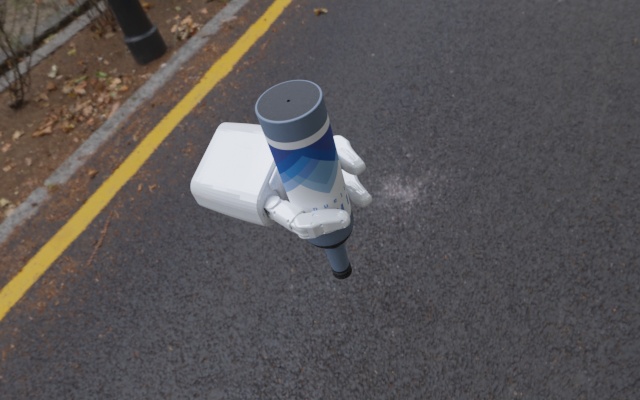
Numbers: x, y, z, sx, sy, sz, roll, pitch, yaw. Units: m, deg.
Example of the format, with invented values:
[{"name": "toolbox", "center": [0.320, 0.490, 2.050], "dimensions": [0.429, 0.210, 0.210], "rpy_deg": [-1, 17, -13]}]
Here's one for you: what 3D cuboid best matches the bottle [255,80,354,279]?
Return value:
[{"name": "bottle", "center": [0.000, 0.002, 0.559], "dimensions": [0.069, 0.069, 0.296], "rpy_deg": [0, -41, 16]}]
